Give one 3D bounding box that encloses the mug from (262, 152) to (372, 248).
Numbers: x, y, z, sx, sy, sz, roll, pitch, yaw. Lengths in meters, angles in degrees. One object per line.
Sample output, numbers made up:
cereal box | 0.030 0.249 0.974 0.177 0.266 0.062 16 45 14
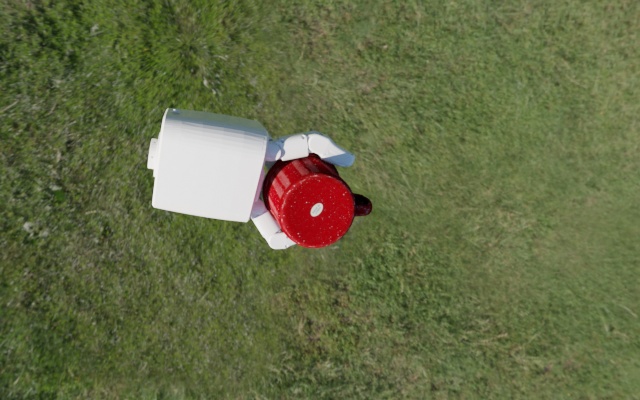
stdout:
mug | 0.001 0.002 0.517 0.117 0.093 0.081 8 15 -17
